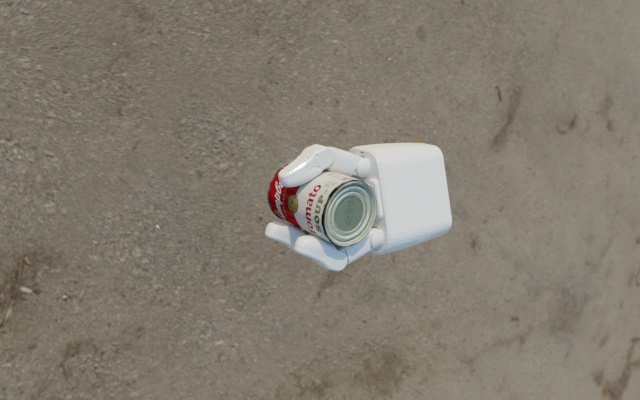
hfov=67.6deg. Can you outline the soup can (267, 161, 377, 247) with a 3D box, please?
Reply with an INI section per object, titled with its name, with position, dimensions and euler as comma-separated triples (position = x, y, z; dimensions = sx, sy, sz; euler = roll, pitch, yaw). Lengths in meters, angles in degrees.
[soup can]
position = 0.000, 0.002, 0.487
dimensions = 0.068, 0.068, 0.102
euler = 0, 14, -37
